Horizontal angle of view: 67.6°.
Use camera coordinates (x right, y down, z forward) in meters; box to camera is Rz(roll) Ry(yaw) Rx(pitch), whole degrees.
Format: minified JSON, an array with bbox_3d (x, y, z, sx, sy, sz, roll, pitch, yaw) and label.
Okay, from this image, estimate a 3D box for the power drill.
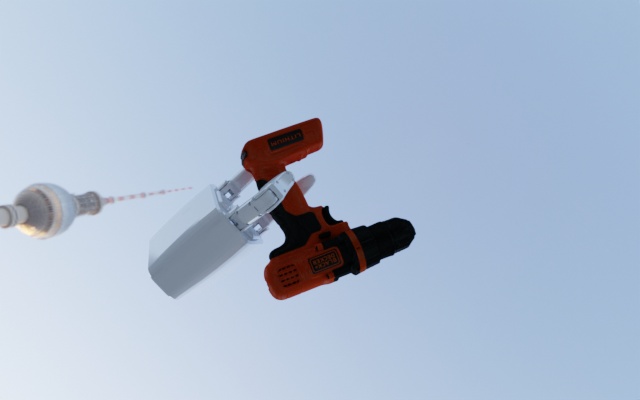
[{"bbox_3d":[0.000,0.002,0.558,0.184,0.187,0.057,-20,-11,-14],"label":"power drill"}]
